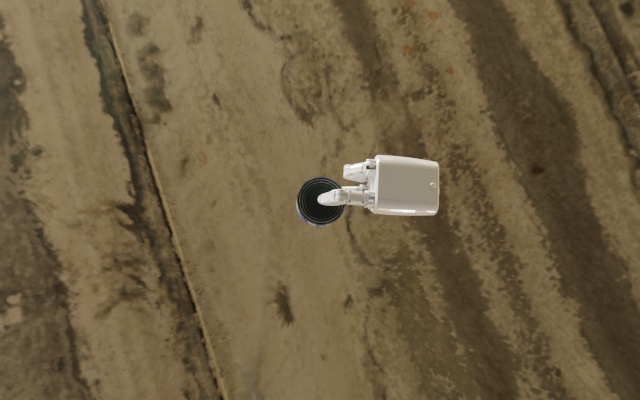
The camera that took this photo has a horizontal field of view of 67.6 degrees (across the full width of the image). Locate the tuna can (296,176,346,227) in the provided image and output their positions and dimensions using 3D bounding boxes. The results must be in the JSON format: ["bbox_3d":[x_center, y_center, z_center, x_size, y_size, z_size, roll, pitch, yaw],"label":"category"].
[{"bbox_3d":[0.000,0.003,0.838,0.086,0.086,0.034,0,-8,-6],"label":"tuna can"}]
